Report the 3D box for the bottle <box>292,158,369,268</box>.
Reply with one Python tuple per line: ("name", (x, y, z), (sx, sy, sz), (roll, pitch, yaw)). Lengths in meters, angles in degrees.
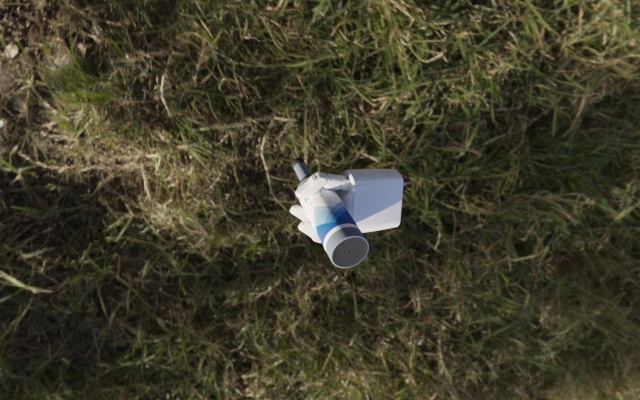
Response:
("bottle", (0.000, 0.003, 0.877), (0.069, 0.069, 0.295), (0, 33, -23))
